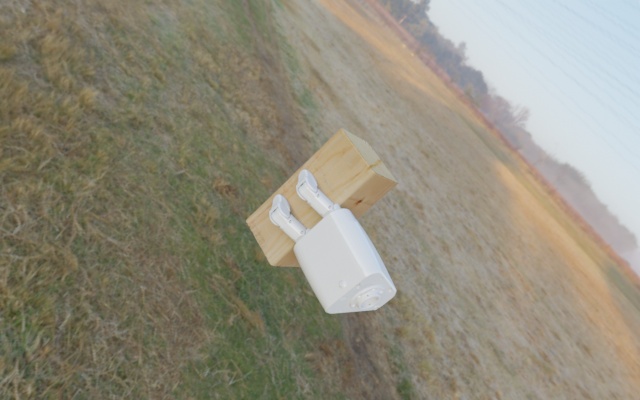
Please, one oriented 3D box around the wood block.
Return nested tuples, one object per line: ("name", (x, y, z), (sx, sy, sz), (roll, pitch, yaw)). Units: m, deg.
("wood block", (0.001, 0.003, 0.717), (0.206, 0.090, 0.091), (-42, -26, 18))
